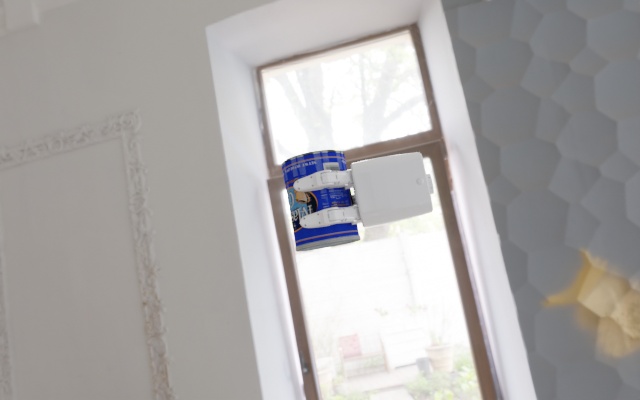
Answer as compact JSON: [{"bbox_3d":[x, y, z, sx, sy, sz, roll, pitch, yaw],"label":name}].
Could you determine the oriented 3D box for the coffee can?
[{"bbox_3d":[0.000,0.003,0.749,0.103,0.140,0.103,-10,-8,-1],"label":"coffee can"}]
